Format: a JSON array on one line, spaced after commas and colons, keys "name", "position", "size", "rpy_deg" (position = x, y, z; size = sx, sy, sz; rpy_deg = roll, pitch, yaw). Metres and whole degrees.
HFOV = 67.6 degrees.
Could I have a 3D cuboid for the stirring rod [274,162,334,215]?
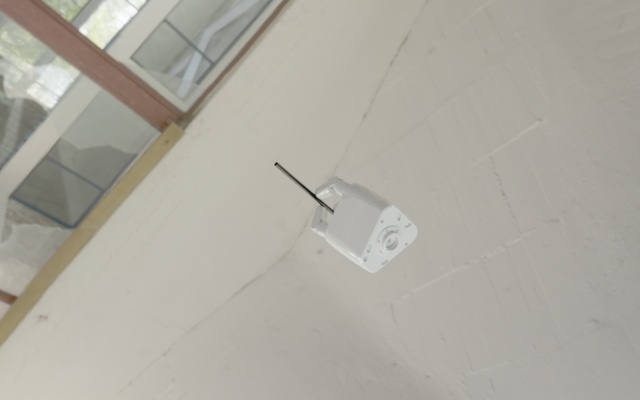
[{"name": "stirring rod", "position": [0.000, 0.003, 0.865], "size": [0.011, 0.011, 0.240], "rpy_deg": [0, -32, 47]}]
